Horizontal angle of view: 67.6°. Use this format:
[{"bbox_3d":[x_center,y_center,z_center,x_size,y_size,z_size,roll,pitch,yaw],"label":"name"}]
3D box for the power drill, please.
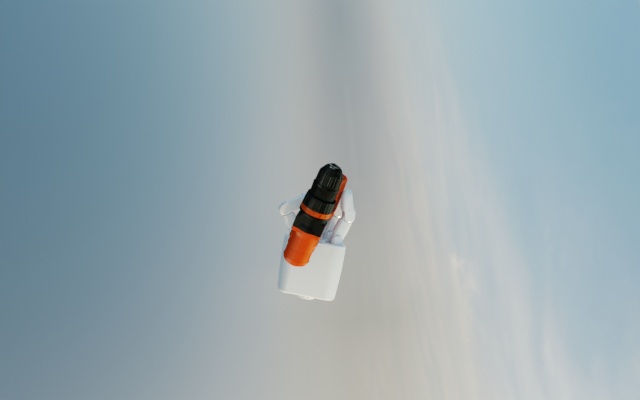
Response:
[{"bbox_3d":[0.000,0.003,0.824,0.057,0.184,0.187,26,21,3],"label":"power drill"}]
